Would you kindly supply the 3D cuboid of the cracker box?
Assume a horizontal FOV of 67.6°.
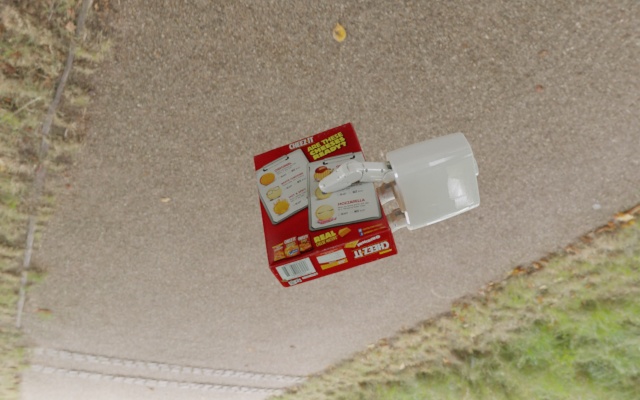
[{"bbox_3d":[0.000,0.002,0.686,0.164,0.213,0.072,-19,-42,5],"label":"cracker box"}]
